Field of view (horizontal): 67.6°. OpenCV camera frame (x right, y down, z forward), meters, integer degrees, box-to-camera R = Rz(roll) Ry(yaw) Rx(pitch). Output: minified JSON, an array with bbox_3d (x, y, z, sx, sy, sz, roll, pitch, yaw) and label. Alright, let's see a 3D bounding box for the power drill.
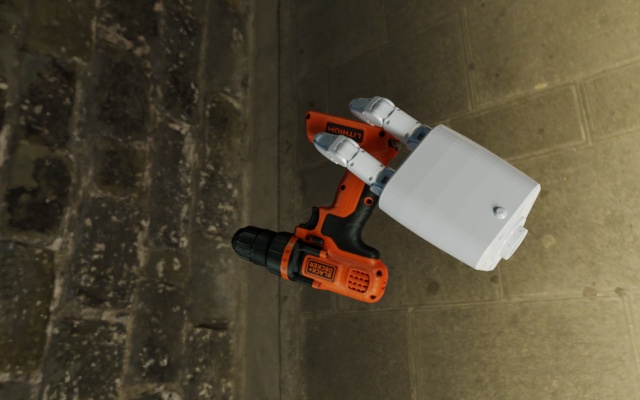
[{"bbox_3d":[0.000,0.001,0.526,0.184,0.187,0.057,15,6,17],"label":"power drill"}]
